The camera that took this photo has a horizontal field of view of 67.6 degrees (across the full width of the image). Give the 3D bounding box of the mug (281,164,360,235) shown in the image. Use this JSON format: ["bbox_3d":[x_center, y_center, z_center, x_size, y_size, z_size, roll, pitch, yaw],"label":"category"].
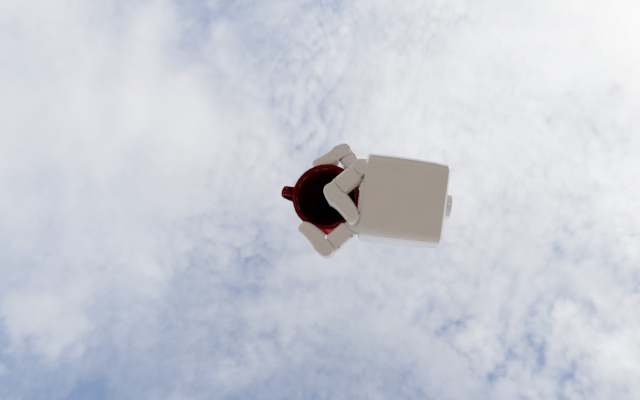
[{"bbox_3d":[-0.001,0.002,0.690,0.117,0.093,0.081,10,-13,9],"label":"mug"}]
